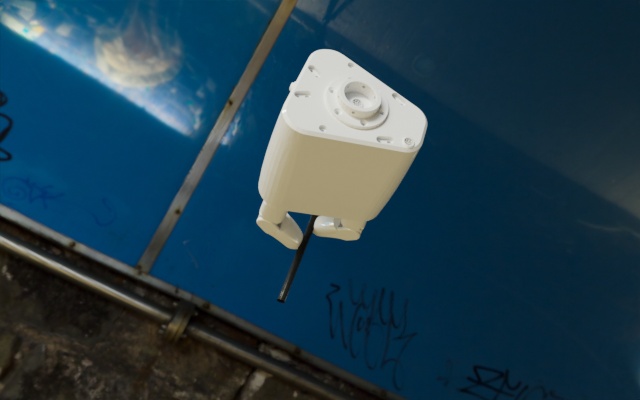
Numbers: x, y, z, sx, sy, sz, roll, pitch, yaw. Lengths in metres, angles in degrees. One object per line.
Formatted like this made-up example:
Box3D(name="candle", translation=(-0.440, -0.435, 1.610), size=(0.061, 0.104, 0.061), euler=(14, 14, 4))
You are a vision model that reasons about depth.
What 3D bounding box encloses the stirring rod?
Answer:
Box3D(name="stirring rod", translation=(0.000, 0.002, 0.517), size=(0.011, 0.239, 0.011), euler=(15, -34, 10))
